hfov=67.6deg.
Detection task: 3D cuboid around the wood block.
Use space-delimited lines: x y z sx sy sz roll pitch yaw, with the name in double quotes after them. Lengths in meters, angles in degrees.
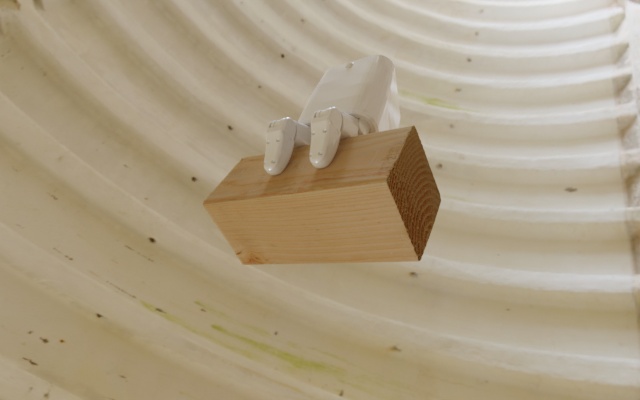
0.000 0.002 0.475 0.206 0.091 0.090 -6 36 34 "wood block"
